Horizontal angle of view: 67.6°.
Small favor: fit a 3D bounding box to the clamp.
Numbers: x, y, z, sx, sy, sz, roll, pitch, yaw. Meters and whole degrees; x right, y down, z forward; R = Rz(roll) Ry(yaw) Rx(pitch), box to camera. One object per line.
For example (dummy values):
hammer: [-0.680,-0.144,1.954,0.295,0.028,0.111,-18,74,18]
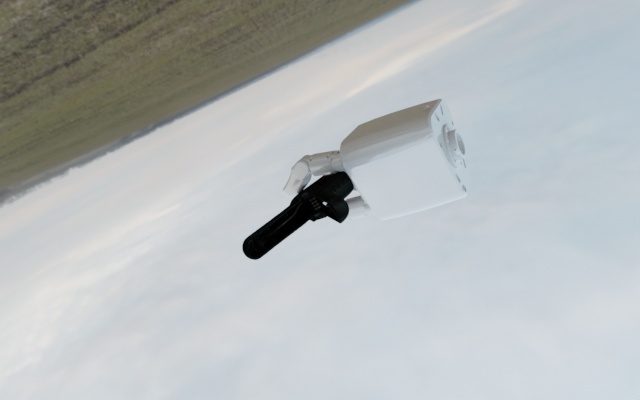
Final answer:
clamp: [0.000,0.002,0.514,0.120,0.039,0.171,-16,18,32]
